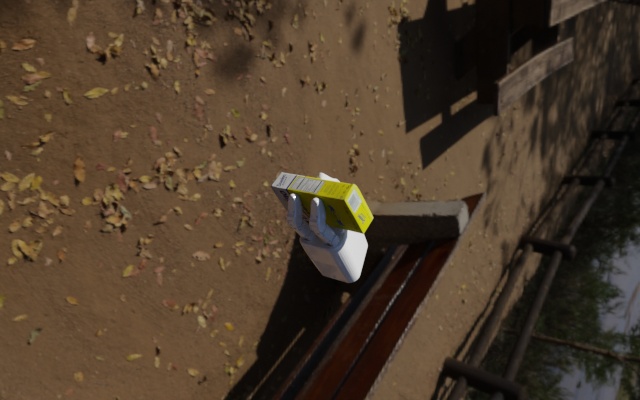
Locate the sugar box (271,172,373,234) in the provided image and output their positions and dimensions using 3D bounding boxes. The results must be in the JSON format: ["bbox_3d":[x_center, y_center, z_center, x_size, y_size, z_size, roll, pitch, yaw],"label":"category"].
[{"bbox_3d":[0.000,0.003,0.867,0.176,0.048,0.093,8,-37,38],"label":"sugar box"}]
